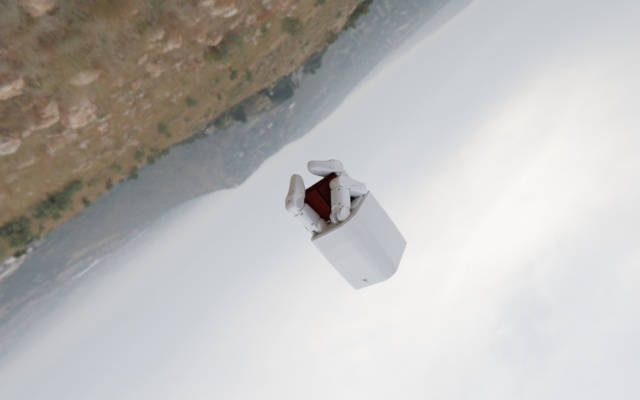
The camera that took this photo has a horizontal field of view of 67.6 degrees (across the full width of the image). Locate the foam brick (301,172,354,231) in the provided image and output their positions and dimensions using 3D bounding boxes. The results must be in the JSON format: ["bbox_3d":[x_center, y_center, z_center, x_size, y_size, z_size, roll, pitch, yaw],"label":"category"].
[{"bbox_3d":[0.000,0.002,0.725,0.078,0.051,0.053,-30,12,48],"label":"foam brick"}]
